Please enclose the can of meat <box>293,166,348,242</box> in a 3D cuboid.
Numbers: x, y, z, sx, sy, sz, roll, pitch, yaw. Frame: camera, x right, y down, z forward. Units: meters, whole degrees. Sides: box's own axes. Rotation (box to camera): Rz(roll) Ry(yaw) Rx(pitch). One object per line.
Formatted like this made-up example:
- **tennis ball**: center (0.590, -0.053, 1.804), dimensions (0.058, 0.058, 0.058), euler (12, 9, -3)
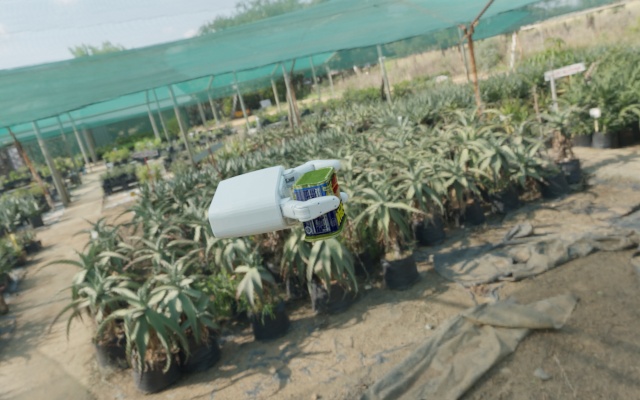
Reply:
- **can of meat**: center (0.000, 0.002, 0.707), dimensions (0.057, 0.084, 0.102), euler (-11, 15, 13)
